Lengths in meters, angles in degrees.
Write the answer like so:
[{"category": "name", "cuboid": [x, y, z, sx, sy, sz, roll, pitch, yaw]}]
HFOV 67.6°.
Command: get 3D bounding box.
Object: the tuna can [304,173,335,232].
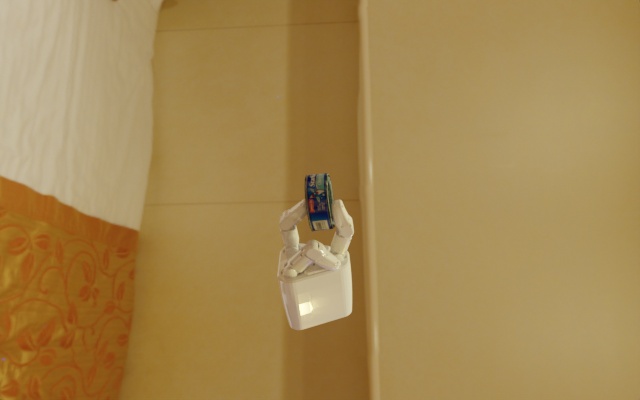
[{"category": "tuna can", "cuboid": [0.001, 0.002, 0.715, 0.034, 0.086, 0.086, -6, -1, 7]}]
